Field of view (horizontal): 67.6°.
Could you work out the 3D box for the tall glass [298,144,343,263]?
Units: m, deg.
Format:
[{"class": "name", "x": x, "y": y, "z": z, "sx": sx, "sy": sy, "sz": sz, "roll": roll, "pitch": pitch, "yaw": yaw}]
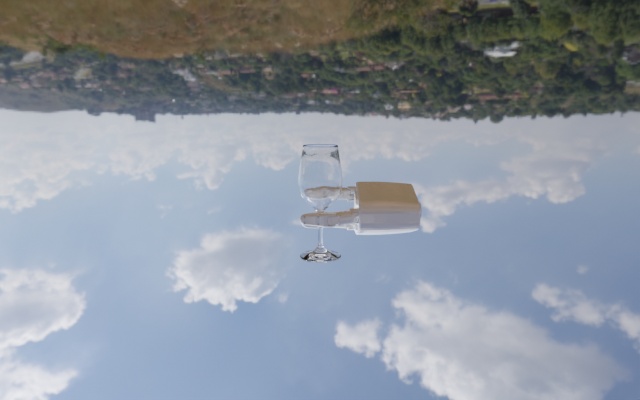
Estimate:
[{"class": "tall glass", "x": 0.000, "y": 0.003, "z": 0.841, "sx": 0.079, "sy": 0.201, "sz": 0.079, "roll": 0, "pitch": 11, "yaw": 0}]
